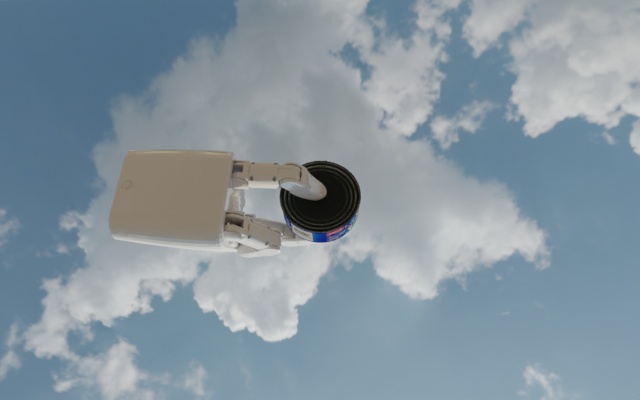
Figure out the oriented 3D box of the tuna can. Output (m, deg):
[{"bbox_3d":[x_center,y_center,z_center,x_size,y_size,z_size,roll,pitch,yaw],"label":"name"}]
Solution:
[{"bbox_3d":[0.000,0.002,0.515,0.086,0.086,0.034,0,-27,2],"label":"tuna can"}]
